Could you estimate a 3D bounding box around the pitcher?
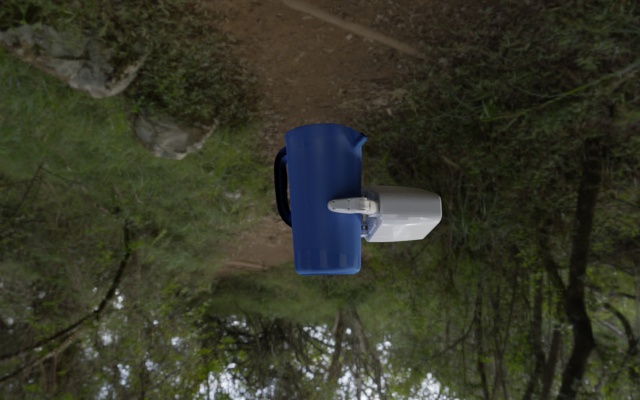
[{"bbox_3d":[0.000,0.003,0.805,0.145,0.242,0.149,0,-9,-11],"label":"pitcher"}]
